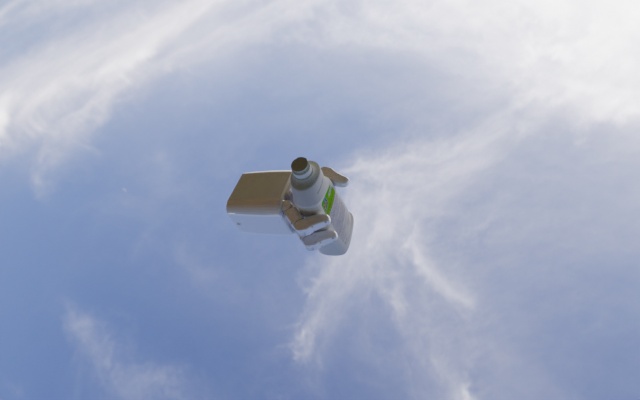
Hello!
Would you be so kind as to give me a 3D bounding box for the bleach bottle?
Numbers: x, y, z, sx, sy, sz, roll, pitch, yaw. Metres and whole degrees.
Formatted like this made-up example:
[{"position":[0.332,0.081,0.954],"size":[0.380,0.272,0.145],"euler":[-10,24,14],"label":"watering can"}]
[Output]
[{"position":[0.000,0.003,0.848],"size":[0.068,0.102,0.251],"euler":[0,-32,17],"label":"bleach bottle"}]
